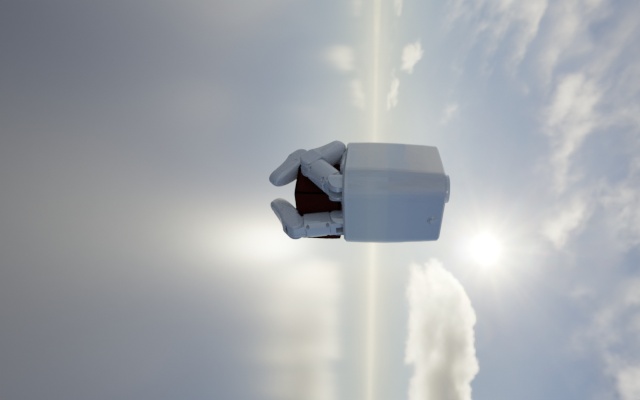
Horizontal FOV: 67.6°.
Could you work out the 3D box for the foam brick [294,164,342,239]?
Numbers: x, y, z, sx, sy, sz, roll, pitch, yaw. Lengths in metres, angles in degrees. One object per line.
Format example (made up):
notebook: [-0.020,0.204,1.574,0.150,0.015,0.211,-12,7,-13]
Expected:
foam brick: [0.000,0.002,0.567,0.051,0.053,0.078,1,-45,6]
